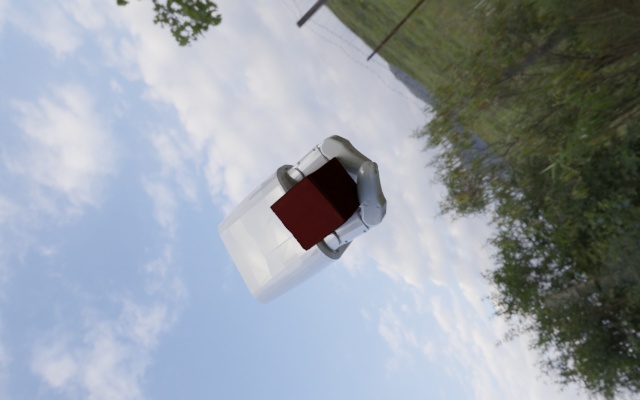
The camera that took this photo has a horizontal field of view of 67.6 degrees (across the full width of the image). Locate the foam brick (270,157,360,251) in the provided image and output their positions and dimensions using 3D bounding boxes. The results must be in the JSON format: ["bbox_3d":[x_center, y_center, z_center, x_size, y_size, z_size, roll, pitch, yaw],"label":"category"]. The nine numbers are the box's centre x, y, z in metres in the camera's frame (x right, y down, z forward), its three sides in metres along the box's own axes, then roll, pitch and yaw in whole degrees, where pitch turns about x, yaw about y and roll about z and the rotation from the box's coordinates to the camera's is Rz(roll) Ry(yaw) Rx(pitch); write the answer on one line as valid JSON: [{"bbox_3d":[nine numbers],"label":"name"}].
[{"bbox_3d":[0.000,0.001,0.443,0.051,0.053,0.078,-38,1,25],"label":"foam brick"}]
